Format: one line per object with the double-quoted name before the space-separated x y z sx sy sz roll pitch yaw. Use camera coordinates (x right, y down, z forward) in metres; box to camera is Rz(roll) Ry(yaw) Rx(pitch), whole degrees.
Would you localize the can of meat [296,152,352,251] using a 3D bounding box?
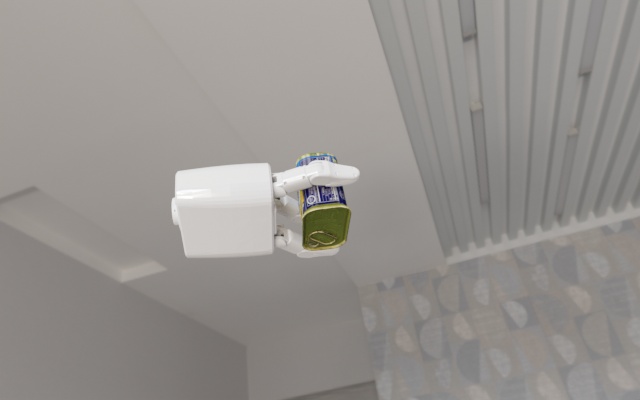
"can of meat" 0.000 0.002 0.596 0.057 0.084 0.102 -7 -33 -6
